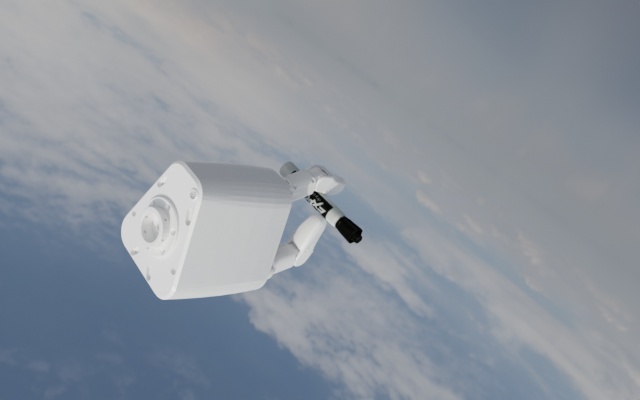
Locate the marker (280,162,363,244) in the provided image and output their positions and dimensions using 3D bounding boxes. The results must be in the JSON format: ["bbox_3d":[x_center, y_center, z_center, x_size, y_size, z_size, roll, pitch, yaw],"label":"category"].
[{"bbox_3d":[0.000,0.002,0.493,0.121,0.020,0.020,44,25,29],"label":"marker"}]
